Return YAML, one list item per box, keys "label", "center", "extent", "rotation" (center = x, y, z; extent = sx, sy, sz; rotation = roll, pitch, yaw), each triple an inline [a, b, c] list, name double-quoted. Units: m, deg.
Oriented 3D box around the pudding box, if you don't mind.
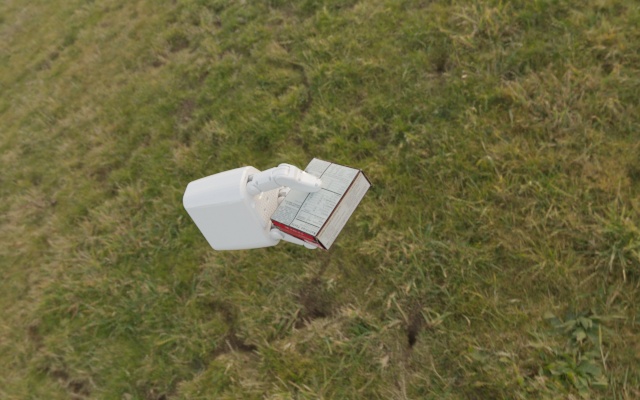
- label: "pudding box"
  center: [0.000, 0.002, 0.629]
  extent: [0.090, 0.113, 0.039]
  rotation: [19, -21, 41]
